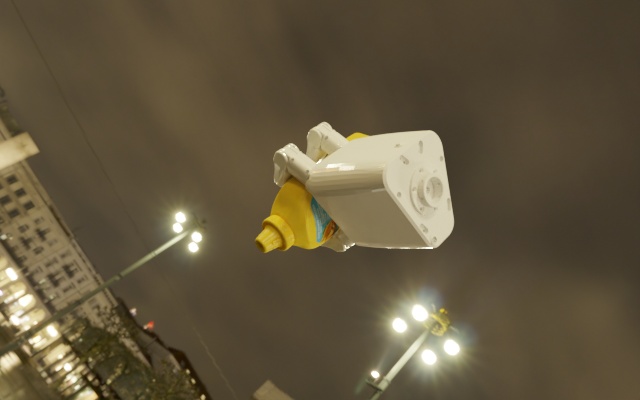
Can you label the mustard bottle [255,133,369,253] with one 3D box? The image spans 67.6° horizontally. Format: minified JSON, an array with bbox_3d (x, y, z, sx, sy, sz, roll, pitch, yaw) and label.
[{"bbox_3d":[0.000,0.002,0.565,0.058,0.096,0.191,26,48,35],"label":"mustard bottle"}]
